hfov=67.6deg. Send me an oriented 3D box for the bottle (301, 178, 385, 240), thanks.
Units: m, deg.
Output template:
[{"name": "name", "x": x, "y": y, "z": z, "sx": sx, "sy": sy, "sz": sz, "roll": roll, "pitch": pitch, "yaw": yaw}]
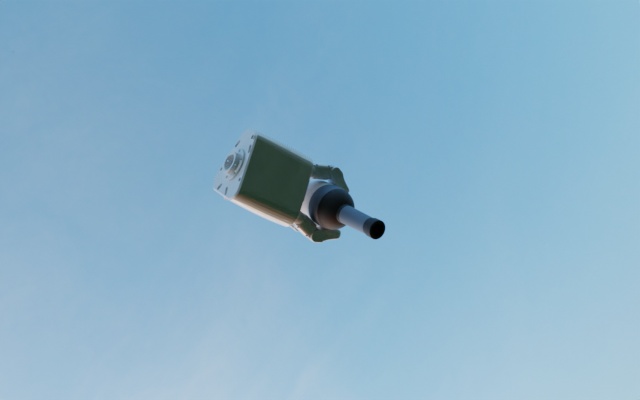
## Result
[{"name": "bottle", "x": 0.000, "y": 0.002, "z": 0.760, "sx": 0.069, "sy": 0.069, "sz": 0.295, "roll": 0, "pitch": 15, "yaw": -33}]
